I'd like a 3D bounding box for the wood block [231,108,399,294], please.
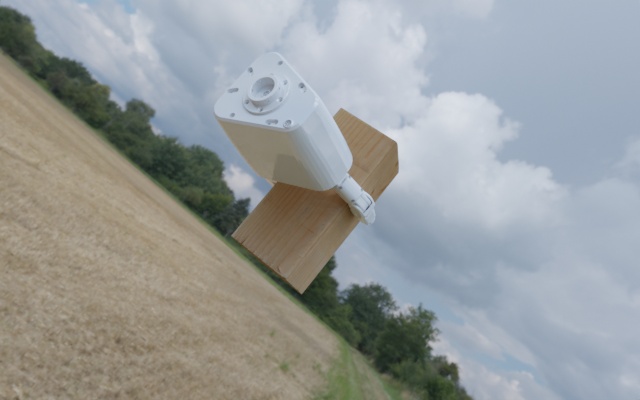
[{"bbox_3d":[0.000,0.002,0.594,0.091,0.206,0.090,36,-11,20],"label":"wood block"}]
